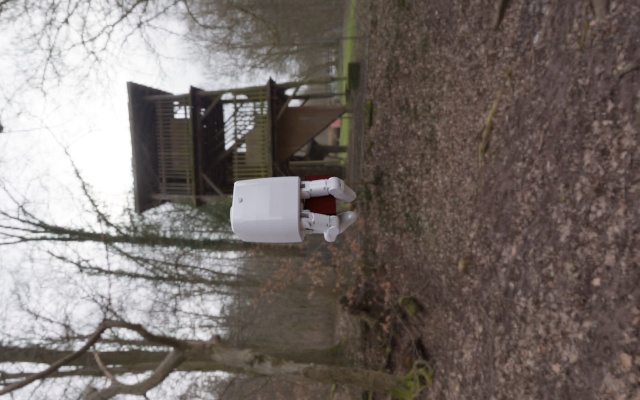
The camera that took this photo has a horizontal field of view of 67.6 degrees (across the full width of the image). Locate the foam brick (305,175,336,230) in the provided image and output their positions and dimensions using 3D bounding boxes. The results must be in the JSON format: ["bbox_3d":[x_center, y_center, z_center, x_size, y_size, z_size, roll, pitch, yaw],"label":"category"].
[{"bbox_3d":[0.000,0.002,0.797,0.051,0.078,0.053,-2,-32,2],"label":"foam brick"}]
